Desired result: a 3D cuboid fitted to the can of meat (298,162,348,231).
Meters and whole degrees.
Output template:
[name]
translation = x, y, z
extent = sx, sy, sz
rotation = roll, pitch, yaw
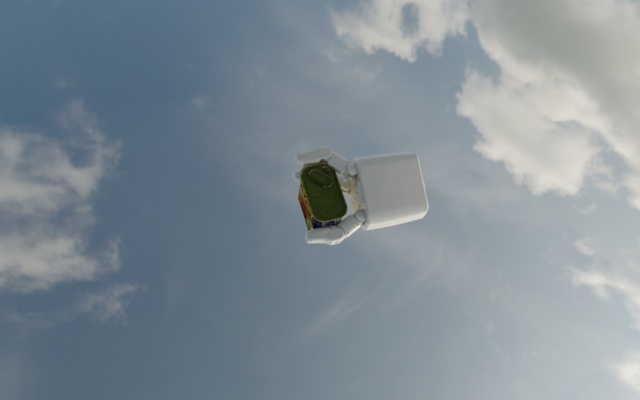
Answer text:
[can of meat]
translation = 0.000, 0.003, 0.778
extent = 0.057, 0.102, 0.084
rotation = -12, -23, -13
